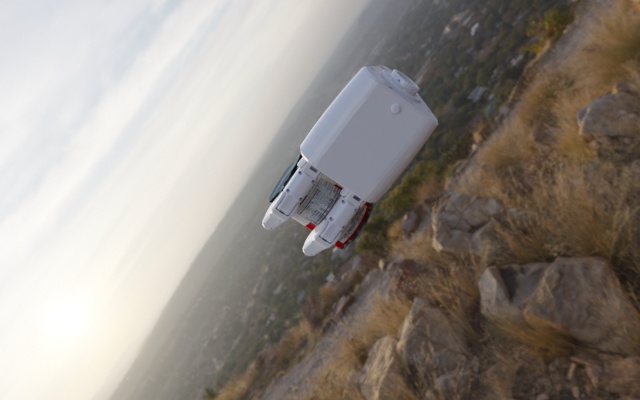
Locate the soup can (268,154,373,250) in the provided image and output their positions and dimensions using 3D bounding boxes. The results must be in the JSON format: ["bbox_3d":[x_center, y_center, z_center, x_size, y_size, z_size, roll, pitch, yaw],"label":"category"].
[{"bbox_3d":[0.000,0.002,0.551,0.102,0.068,0.068,34,-7,-11],"label":"soup can"}]
